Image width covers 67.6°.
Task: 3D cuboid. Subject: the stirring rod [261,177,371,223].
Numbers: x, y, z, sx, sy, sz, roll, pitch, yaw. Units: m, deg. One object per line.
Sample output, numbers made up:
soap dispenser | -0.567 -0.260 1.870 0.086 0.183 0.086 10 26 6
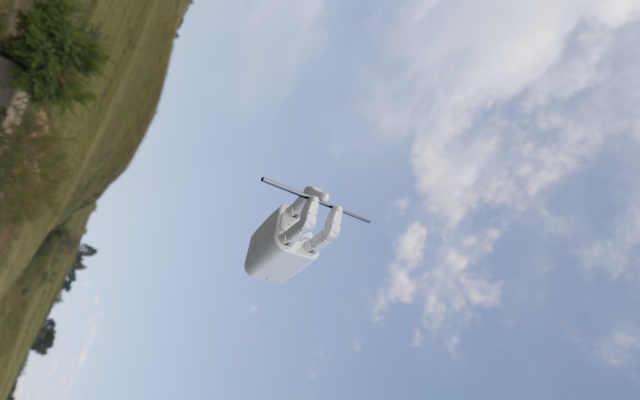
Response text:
stirring rod | 0.000 0.003 0.814 0.239 0.011 0.011 22 -13 -36
